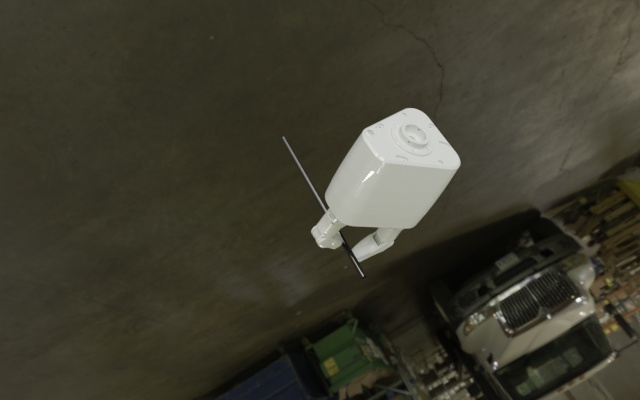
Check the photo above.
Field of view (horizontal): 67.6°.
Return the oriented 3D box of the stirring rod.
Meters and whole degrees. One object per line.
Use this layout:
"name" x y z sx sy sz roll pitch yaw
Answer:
"stirring rod" 0.000 0.002 0.646 0.011 0.239 0.011 -23 -27 -13
